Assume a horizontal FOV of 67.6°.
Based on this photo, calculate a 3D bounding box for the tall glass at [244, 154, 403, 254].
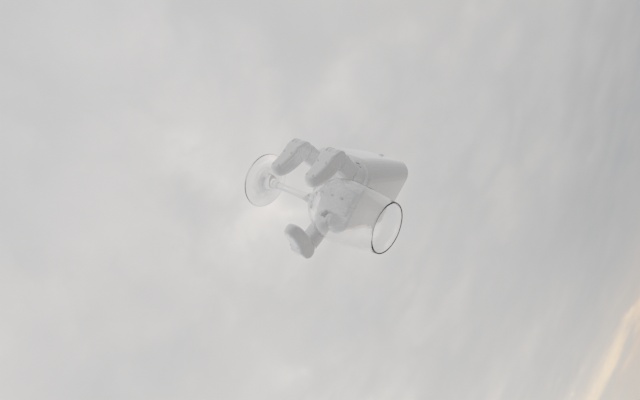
[{"bbox_3d":[-0.001,0.002,0.588,0.201,0.079,0.079,22,13,37],"label":"tall glass"}]
